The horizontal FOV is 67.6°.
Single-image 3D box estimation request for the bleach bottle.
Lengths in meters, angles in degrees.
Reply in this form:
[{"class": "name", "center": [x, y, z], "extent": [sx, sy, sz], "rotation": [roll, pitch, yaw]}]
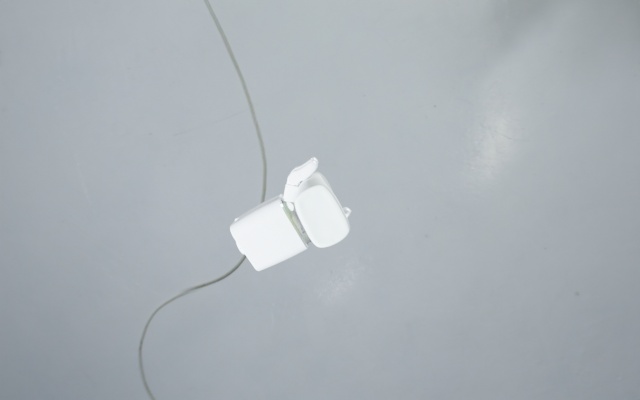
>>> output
[{"class": "bleach bottle", "center": [0.000, 0.003, 0.868], "extent": [0.068, 0.102, 0.251], "rotation": [-27, 9, 4]}]
